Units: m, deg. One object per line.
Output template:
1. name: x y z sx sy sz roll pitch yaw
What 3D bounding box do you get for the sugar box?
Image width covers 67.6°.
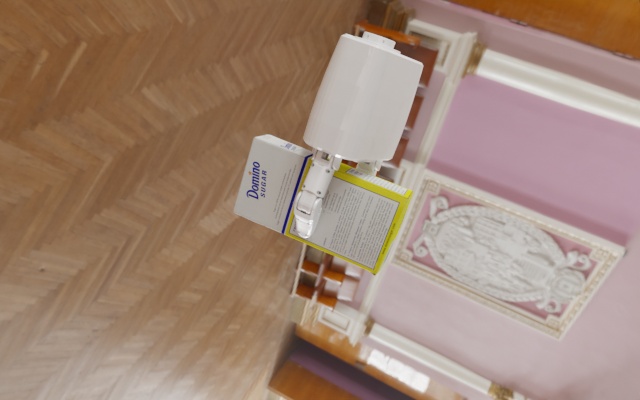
1. sugar box: 0.000 0.001 0.518 0.176 0.093 0.048 24 18 14
